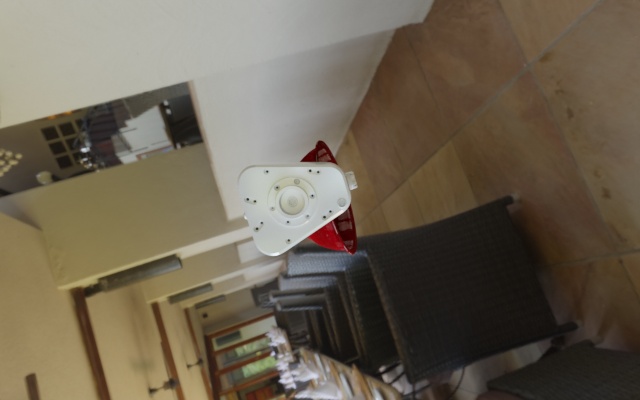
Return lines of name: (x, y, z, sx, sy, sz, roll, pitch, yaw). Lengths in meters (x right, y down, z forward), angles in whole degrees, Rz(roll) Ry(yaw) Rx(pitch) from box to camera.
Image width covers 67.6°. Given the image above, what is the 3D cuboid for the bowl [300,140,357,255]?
bowl: (0.000, 0.002, 0.658, 0.055, 0.162, 0.162, -17, -4, 14)
